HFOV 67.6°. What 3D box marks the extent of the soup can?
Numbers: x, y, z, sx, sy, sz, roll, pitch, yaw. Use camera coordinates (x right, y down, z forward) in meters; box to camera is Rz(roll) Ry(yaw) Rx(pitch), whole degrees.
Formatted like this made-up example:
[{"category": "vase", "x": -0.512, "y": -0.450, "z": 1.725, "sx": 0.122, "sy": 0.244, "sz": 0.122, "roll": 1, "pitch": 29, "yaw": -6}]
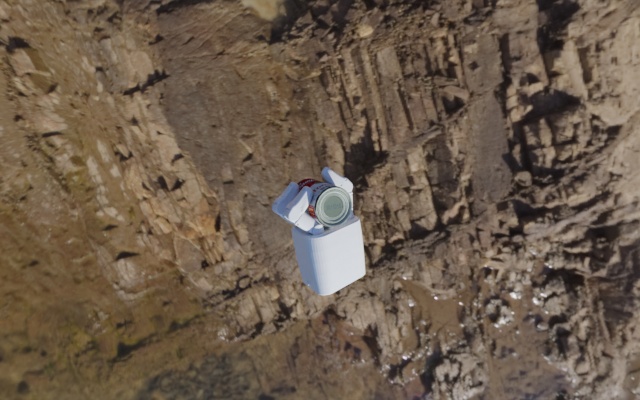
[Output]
[{"category": "soup can", "x": 0.000, "y": 0.002, "z": 0.797, "sx": 0.068, "sy": 0.068, "sz": 0.102, "roll": 0, "pitch": 9, "yaw": -26}]
